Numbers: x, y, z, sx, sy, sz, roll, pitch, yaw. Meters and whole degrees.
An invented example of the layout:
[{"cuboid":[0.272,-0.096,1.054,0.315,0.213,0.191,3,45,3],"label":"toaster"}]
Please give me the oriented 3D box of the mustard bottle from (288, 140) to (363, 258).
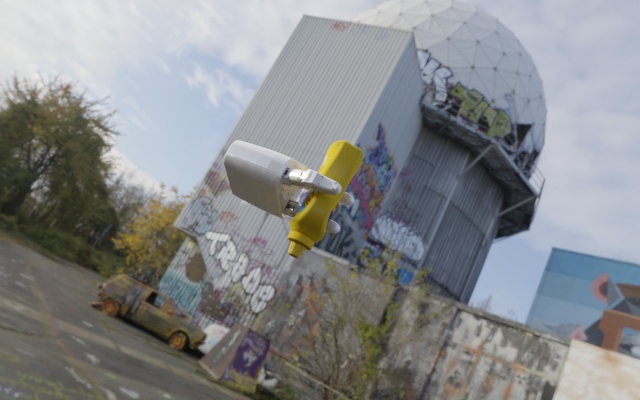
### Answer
[{"cuboid":[0.001,0.002,0.751,0.058,0.191,0.096,30,-16,-6],"label":"mustard bottle"}]
